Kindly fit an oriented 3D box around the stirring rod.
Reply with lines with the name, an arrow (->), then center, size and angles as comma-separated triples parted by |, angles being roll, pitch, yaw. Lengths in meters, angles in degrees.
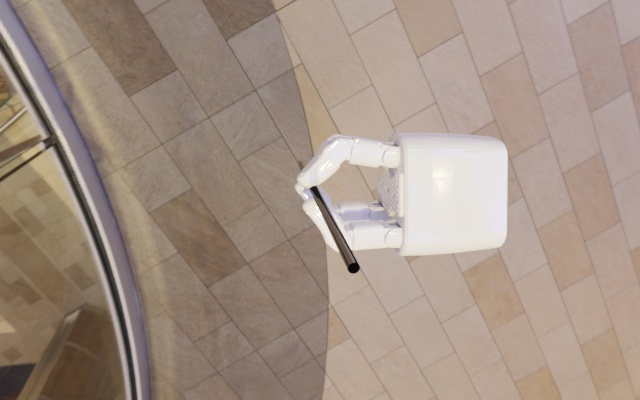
stirring rod -> 0.000, 0.001, 0.414 | 0.011, 0.011, 0.239 | 0, 20, -11
